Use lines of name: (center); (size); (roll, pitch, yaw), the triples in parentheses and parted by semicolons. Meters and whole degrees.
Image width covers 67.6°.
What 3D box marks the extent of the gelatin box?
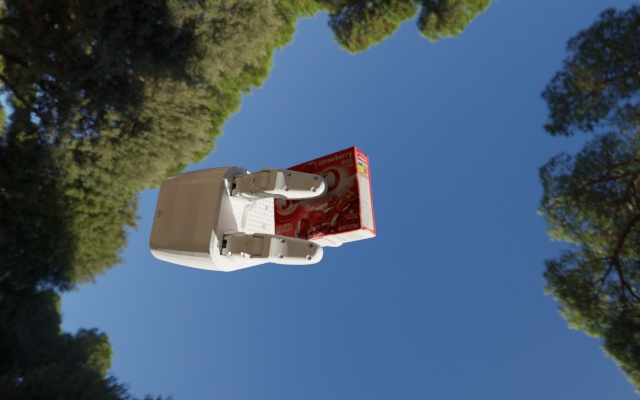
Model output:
gelatin box: (0.001, 0.001, 0.415); (0.089, 0.073, 0.030); (-14, -22, 29)
